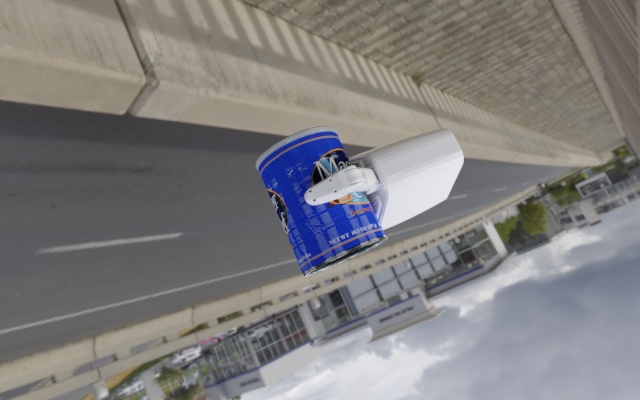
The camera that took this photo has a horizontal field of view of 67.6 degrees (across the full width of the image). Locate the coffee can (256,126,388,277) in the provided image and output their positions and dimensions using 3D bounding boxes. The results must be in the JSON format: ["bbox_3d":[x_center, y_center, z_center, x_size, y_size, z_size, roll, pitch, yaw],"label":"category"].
[{"bbox_3d":[0.000,0.002,0.544,0.103,0.140,0.103,-24,-11,-5],"label":"coffee can"}]
